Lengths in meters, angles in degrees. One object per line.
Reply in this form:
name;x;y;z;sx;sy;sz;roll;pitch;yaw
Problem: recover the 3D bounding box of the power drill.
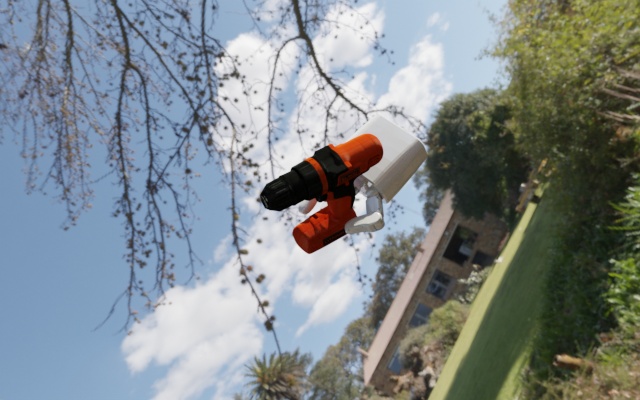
power drill;0.000;0.002;0.683;0.184;0.057;0.188;-26;-27;-20
